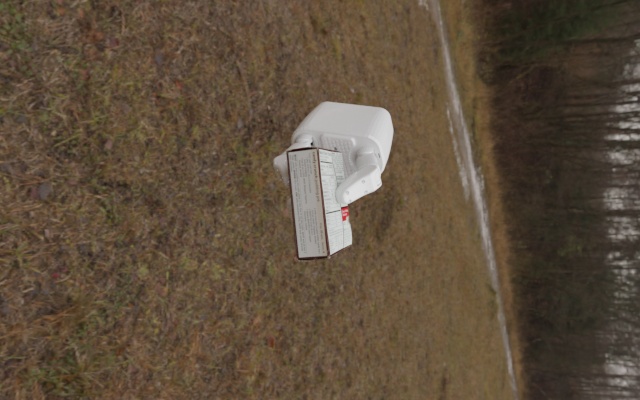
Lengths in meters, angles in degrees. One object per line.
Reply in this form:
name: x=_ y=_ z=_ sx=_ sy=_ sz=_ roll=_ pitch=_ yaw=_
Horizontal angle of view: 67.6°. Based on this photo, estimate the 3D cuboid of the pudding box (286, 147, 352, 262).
pudding box: x=0.000 y=0.002 z=0.505 sx=0.039 sy=0.113 sz=0.090 roll=-7 pitch=0 yaw=19
